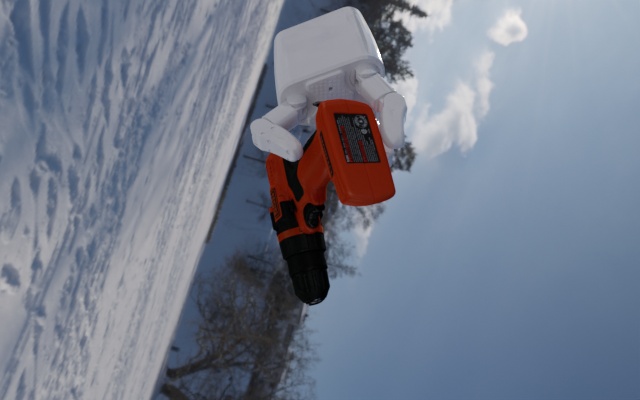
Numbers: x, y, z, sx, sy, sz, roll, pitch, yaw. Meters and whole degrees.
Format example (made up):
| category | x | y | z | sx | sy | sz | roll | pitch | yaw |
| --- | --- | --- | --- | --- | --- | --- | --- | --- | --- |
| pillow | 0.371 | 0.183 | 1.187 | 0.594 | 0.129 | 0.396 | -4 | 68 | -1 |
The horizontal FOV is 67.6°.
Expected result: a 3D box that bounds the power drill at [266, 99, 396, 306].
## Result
| category | x | y | z | sx | sy | sz | roll | pitch | yaw |
| --- | --- | --- | --- | --- | --- | --- | --- | --- | --- |
| power drill | 0.000 | 0.001 | 0.485 | 0.057 | 0.184 | 0.188 | -6 | -19 | -28 |
